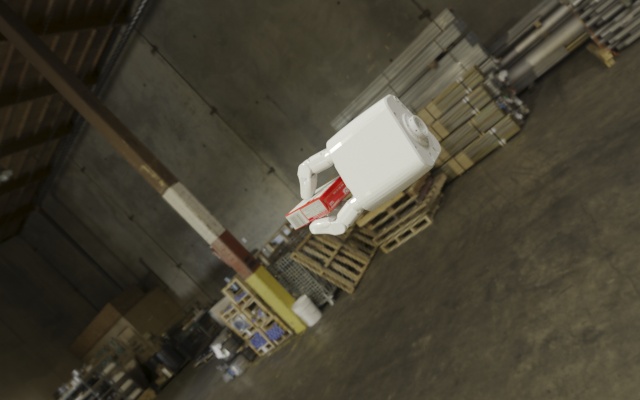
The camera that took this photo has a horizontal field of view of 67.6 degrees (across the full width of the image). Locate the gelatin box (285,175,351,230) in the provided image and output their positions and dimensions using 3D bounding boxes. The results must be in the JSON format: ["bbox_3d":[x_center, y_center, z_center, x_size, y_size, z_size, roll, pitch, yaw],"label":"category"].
[{"bbox_3d":[0.000,0.002,0.710,0.089,0.030,0.073,-29,11,46],"label":"gelatin box"}]
